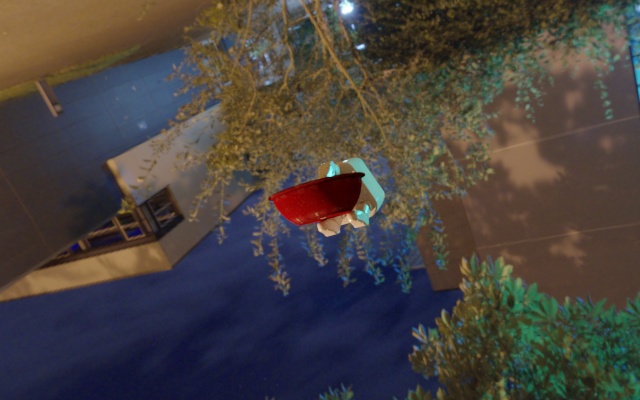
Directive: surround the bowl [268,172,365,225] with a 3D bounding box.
[{"bbox_3d":[-0.001,0.003,0.764,0.162,0.055,0.162,-14,-5,-1],"label":"bowl"}]
